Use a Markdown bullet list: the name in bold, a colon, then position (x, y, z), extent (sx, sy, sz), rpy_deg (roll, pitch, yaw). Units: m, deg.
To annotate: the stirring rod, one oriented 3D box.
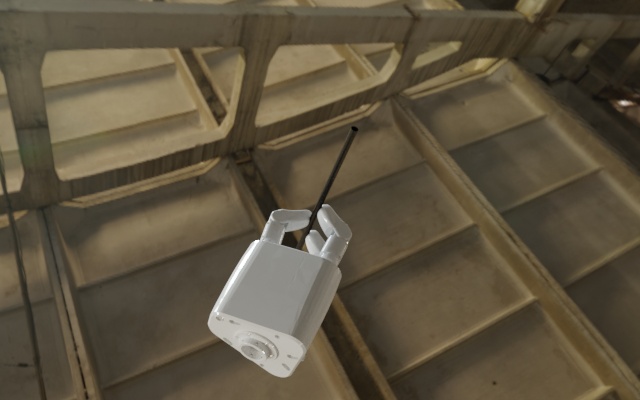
- **stirring rod**: position (0.000, 0.002, 0.584), extent (0.011, 0.011, 0.240), rpy_deg (0, -40, -23)
